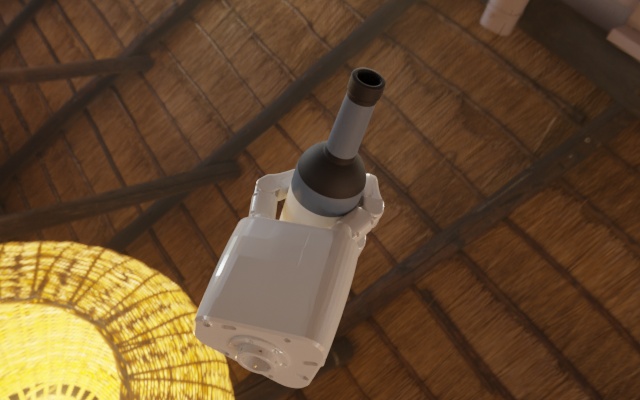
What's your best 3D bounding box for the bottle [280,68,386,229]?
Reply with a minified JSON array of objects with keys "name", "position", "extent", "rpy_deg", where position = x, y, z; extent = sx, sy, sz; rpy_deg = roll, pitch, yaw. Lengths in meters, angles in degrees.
[{"name":"bottle","position":[0.000,0.002,0.467],"extent":[0.069,0.069,0.296],"rpy_deg":[0,-39,-19]}]
